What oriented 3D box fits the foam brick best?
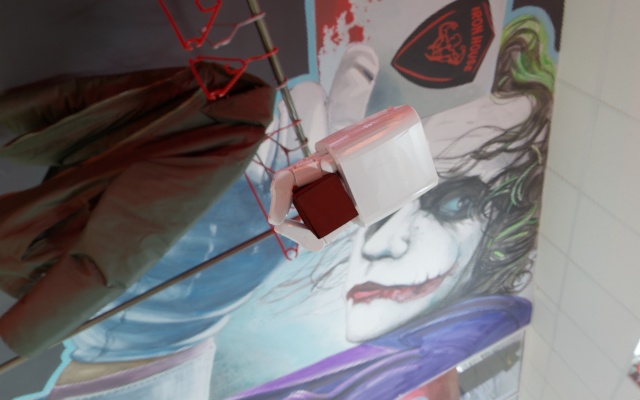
[{"bbox_3d":[0.000,0.002,0.526,0.051,0.053,0.078,-30,12,-6],"label":"foam brick"}]
